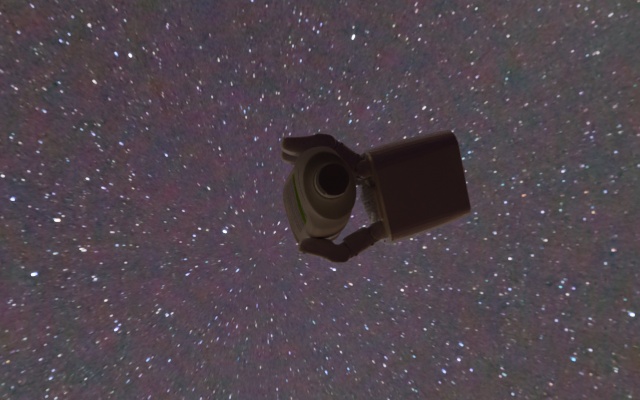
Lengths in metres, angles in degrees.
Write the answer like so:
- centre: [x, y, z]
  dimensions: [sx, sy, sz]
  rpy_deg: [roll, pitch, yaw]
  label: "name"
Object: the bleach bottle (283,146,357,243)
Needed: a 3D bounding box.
- centre: [0.000, 0.002, 0.539]
  dimensions: [0.068, 0.102, 0.251]
  rpy_deg: [-18, -3, -8]
  label: "bleach bottle"
